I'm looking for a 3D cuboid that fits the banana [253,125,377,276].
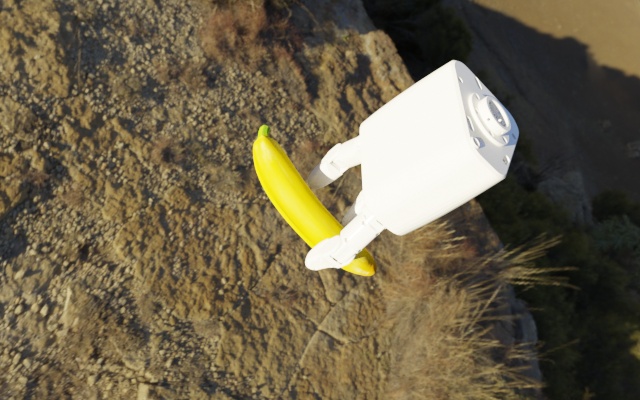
[{"bbox_3d":[-0.011,0.006,0.482,0.037,0.198,0.069,-36,1,36],"label":"banana"}]
